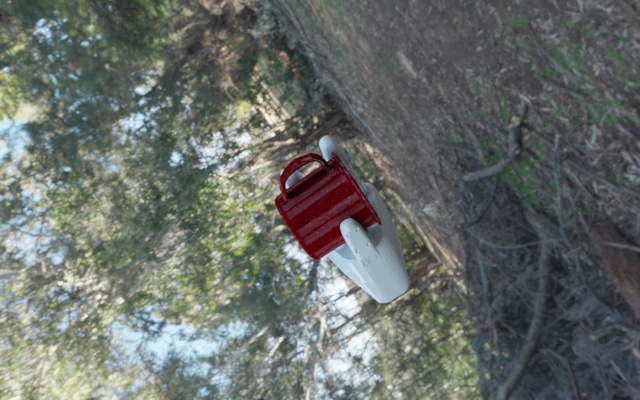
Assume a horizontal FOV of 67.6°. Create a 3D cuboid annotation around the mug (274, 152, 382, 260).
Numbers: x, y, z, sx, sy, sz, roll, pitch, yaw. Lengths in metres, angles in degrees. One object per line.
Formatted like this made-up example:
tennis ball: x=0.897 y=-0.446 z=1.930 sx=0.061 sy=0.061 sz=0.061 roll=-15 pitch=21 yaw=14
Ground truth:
mug: x=-0.001 y=0.001 z=0.497 sx=0.081 sy=0.117 sz=0.093 roll=-34 pitch=40 yaw=2
